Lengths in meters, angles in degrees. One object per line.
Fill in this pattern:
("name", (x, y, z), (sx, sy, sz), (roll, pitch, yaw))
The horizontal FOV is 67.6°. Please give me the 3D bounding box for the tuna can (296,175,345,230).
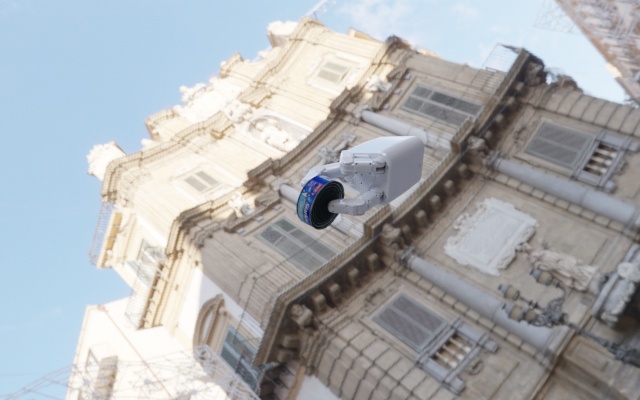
("tuna can", (0.000, 0.002, 0.779), (0.033, 0.086, 0.086), (26, 15, 33))
